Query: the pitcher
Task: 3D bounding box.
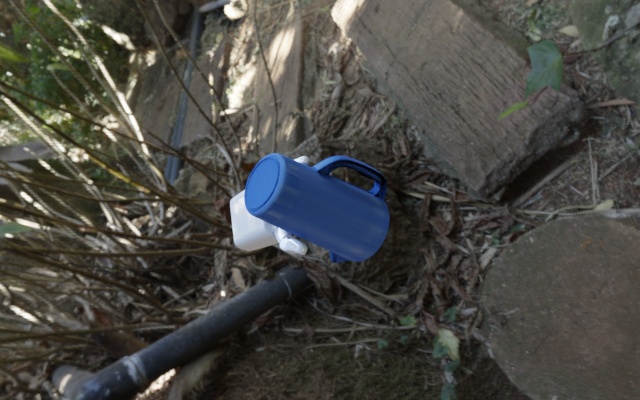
[{"bbox_3d":[0.000,0.003,0.821,0.243,0.149,0.145,25,-31,-37],"label":"pitcher"}]
